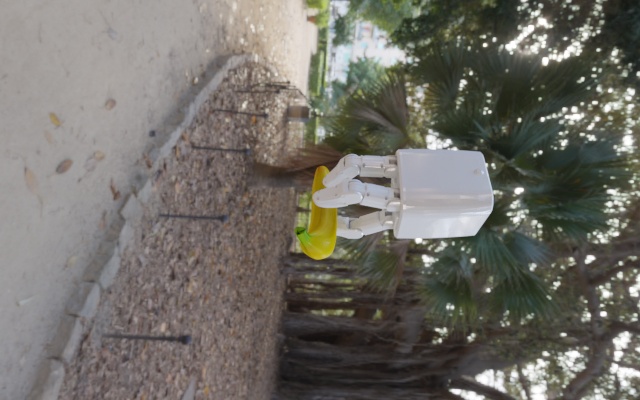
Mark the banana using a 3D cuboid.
[{"bbox_3d":[0.002,0.020,0.605,0.037,0.070,0.197,-3,24,7],"label":"banana"}]
